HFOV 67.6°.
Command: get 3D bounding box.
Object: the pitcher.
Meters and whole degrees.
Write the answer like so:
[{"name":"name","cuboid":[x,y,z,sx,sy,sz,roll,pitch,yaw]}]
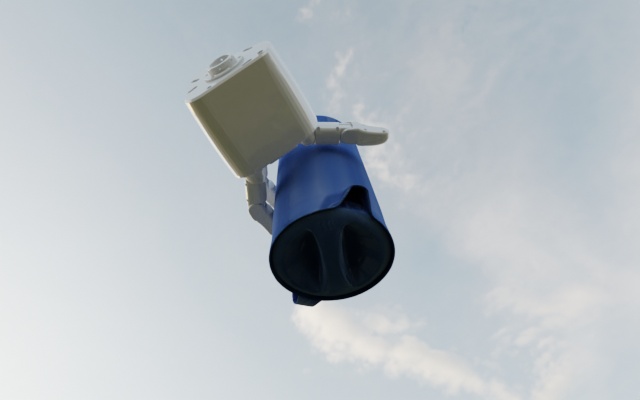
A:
[{"name":"pitcher","cuboid":[0.000,0.002,0.597,0.149,0.145,0.242,-24,34,12]}]
